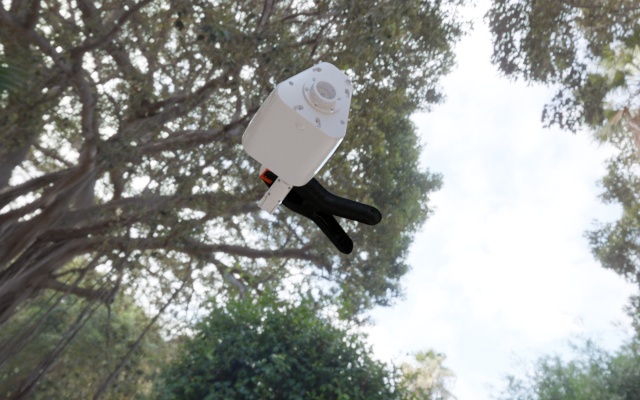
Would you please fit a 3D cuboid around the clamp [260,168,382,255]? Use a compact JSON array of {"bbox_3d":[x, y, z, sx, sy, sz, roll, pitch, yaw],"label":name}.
[{"bbox_3d":[0.000,0.002,0.643,0.171,0.039,0.120,37,-39,-8],"label":"clamp"}]
